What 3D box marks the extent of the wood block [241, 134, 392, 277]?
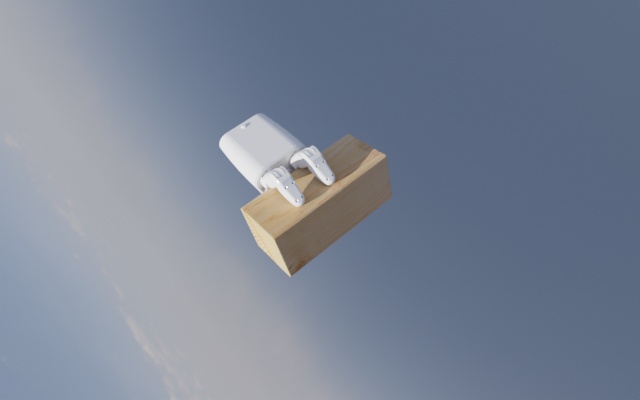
[{"bbox_3d":[0.000,0.002,0.712,0.206,0.091,0.090,-37,48,-19],"label":"wood block"}]
